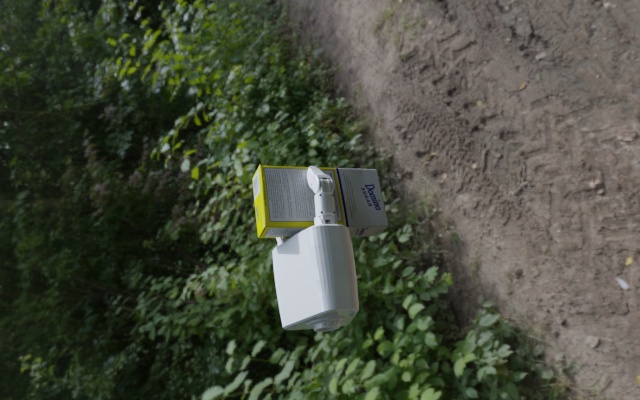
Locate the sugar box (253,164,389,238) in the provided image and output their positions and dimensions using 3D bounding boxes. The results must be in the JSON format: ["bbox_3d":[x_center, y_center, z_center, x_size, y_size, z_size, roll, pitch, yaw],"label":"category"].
[{"bbox_3d":[0.000,0.003,0.656,0.176,0.093,0.048,3,-27,-23],"label":"sugar box"}]
